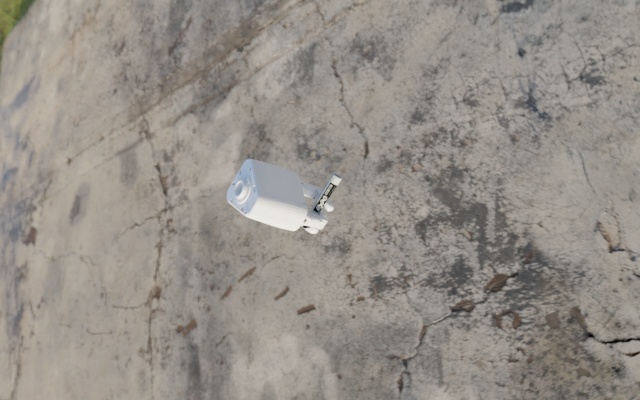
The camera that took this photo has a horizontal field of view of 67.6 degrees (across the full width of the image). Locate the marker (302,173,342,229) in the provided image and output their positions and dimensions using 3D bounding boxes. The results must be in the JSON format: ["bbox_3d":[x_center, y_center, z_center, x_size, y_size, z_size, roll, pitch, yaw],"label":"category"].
[{"bbox_3d":[0.000,0.003,0.888,0.020,0.121,0.020,29,19,-11],"label":"marker"}]
